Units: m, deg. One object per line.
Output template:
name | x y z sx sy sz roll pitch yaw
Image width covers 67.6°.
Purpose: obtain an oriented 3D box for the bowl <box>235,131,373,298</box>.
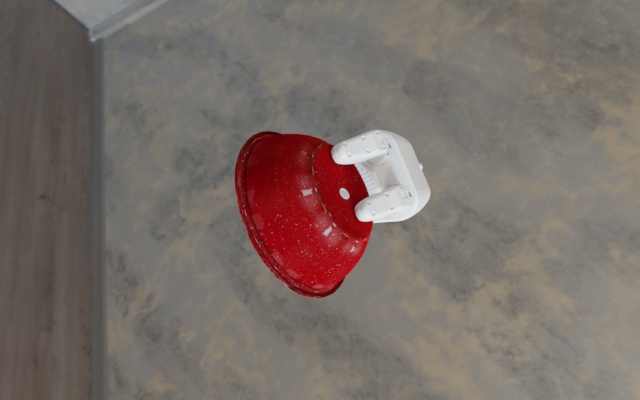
bowl | 0.000 0.002 0.425 0.055 0.162 0.162 -24 -13 30
